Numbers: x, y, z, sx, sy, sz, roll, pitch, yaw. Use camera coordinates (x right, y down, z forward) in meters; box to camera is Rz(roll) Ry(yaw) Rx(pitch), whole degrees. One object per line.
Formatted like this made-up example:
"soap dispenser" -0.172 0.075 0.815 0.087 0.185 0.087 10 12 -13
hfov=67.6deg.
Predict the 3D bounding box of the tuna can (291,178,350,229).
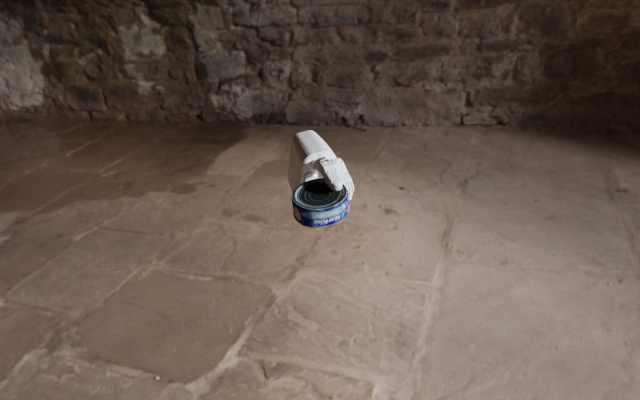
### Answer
"tuna can" 0.000 0.002 0.711 0.086 0.034 0.086 -4 35 3
